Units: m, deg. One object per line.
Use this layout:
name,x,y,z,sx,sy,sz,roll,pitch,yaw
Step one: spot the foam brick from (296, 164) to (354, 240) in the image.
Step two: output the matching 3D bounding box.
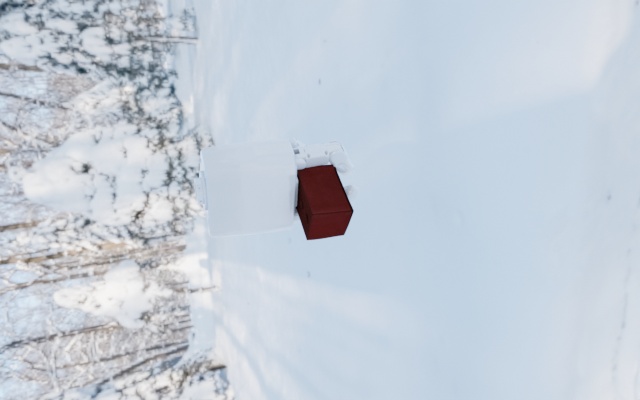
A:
foam brick,0.000,0.002,0.587,0.051,0.078,0.053,-7,-38,-18
